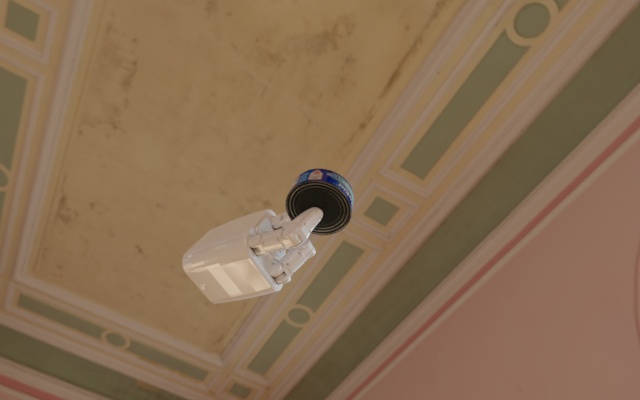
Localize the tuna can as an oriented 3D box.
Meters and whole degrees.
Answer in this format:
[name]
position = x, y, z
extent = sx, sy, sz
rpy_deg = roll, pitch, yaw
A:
[tuna can]
position = 0.000, 0.002, 0.618
extent = 0.086, 0.086, 0.033
rpy_deg = 0, 36, 13
